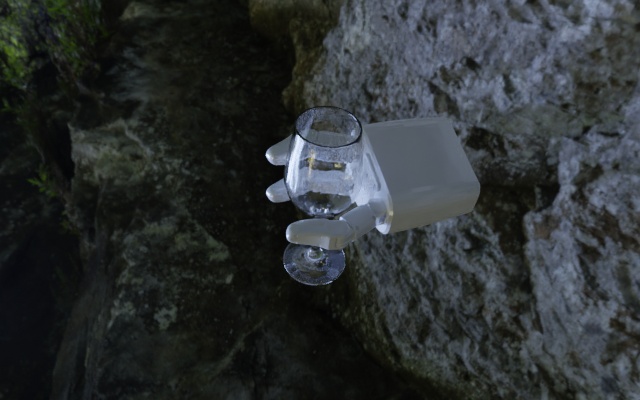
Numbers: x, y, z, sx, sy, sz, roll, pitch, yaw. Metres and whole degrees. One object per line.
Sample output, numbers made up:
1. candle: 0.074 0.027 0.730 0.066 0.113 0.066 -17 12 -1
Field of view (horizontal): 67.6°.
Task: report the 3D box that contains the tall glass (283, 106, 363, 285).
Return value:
1. tall glass: 0.000 0.002 0.498 0.079 0.079 0.201 0 -43 -5
